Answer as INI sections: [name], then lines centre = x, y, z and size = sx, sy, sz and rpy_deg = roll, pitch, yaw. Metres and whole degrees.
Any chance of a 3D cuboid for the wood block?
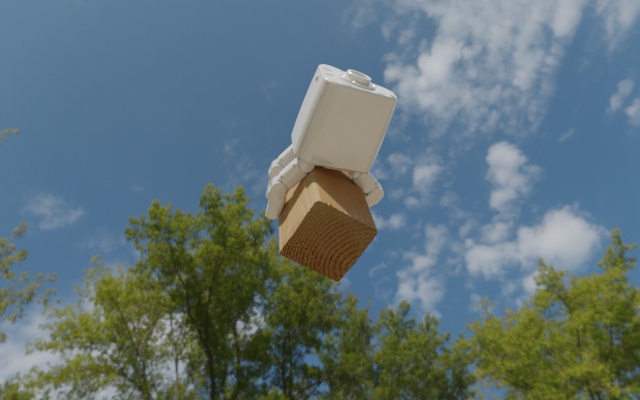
[wood block]
centre = 0.001, 0.002, 0.658
size = 0.091, 0.090, 0.206
rpy_deg = 28, 23, -19
